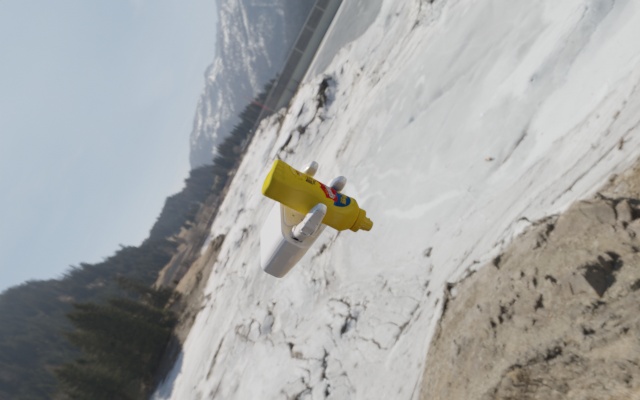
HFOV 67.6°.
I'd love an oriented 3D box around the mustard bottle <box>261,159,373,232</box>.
[{"bbox_3d":[0.000,0.002,0.780,0.191,0.058,0.096,27,16,-11],"label":"mustard bottle"}]
